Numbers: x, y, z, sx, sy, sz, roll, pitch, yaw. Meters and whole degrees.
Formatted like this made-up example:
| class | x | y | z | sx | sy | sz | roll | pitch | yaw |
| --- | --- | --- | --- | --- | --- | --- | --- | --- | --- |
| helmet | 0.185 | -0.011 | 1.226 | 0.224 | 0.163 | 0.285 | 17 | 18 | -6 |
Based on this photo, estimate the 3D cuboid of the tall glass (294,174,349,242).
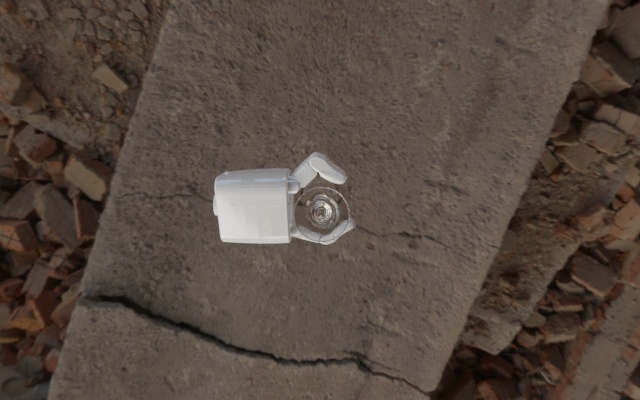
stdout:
| class | x | y | z | sx | sy | sz | roll | pitch | yaw |
| --- | --- | --- | --- | --- | --- | --- | --- | --- | --- |
| tall glass | 0.000 | 0.003 | 0.727 | 0.079 | 0.079 | 0.201 | 0 | 10 | 0 |
